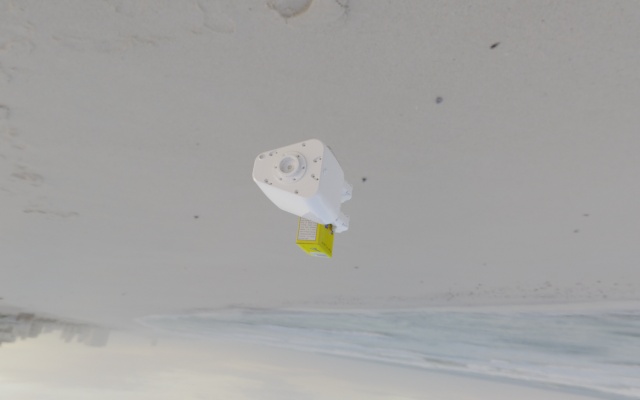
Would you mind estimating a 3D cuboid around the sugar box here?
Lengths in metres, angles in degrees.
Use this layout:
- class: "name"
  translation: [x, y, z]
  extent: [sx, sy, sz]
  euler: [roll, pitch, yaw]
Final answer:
- class: "sugar box"
  translation: [0.001, 0.003, 0.825]
  extent: [0.048, 0.176, 0.093]
  euler: [3, -18, 17]
